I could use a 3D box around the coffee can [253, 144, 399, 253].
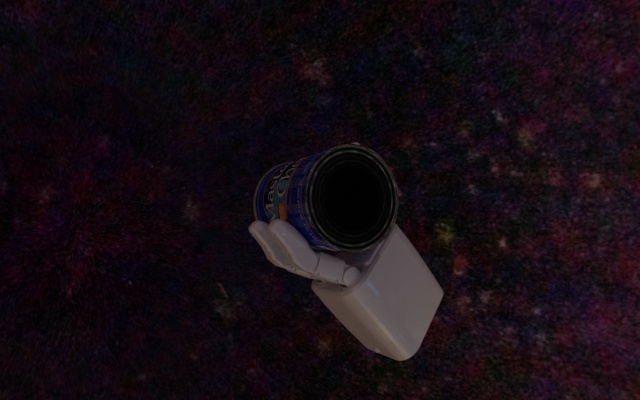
[{"bbox_3d":[0.000,0.001,0.507,0.103,0.103,0.140,0,-3,-27],"label":"coffee can"}]
